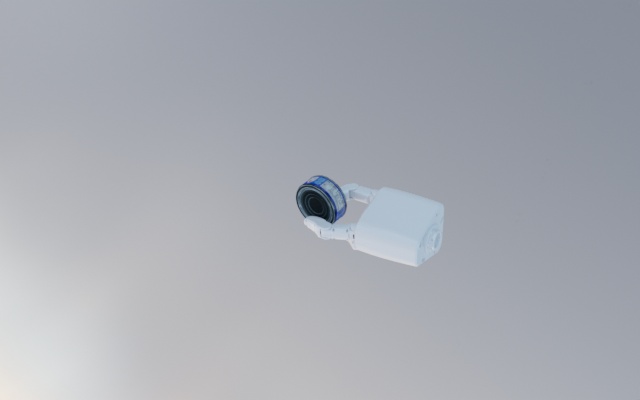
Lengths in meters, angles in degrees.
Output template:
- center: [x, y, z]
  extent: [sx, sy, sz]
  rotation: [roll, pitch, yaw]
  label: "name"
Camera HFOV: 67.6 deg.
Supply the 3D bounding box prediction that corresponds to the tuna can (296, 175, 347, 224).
- center: [0.000, 0.003, 0.803]
  extent: [0.086, 0.086, 0.033]
  rotation: [0, 29, 43]
  label: "tuna can"
